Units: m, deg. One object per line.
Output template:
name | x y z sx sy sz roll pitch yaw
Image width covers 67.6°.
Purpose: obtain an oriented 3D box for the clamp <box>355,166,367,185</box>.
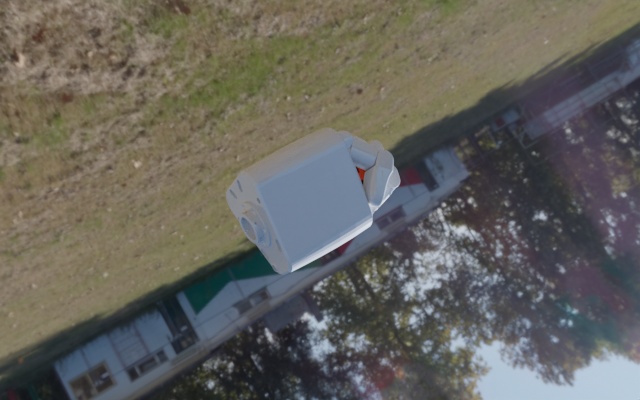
clamp | 0.001 0.002 0.592 0.120 0.039 0.171 -32 -5 -28
